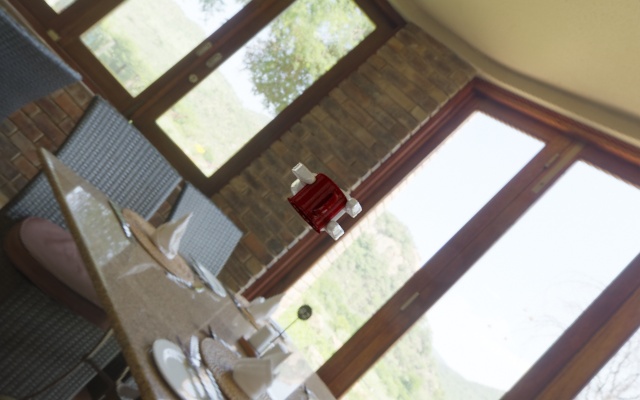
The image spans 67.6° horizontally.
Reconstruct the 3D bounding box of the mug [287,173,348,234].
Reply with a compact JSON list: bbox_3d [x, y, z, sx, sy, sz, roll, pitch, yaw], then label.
[{"bbox_3d":[0.001,0.003,0.895,0.081,0.093,0.117,-43,10,-8],"label":"mug"}]
